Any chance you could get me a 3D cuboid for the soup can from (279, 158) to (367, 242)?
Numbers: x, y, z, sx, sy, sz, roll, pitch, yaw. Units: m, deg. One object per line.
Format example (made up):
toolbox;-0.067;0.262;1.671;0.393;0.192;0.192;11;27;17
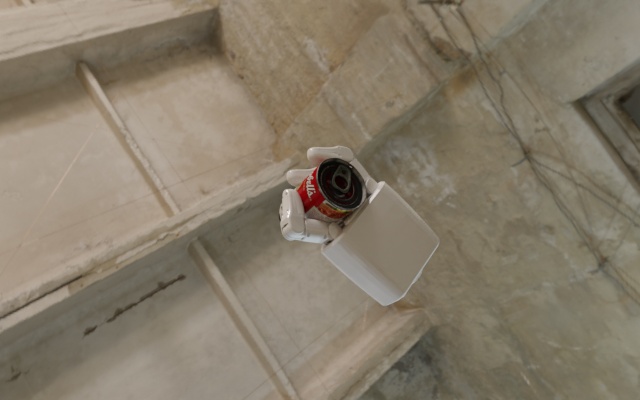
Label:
soup can;0.000;0.002;0.586;0.068;0.068;0.102;0;-26;-34
